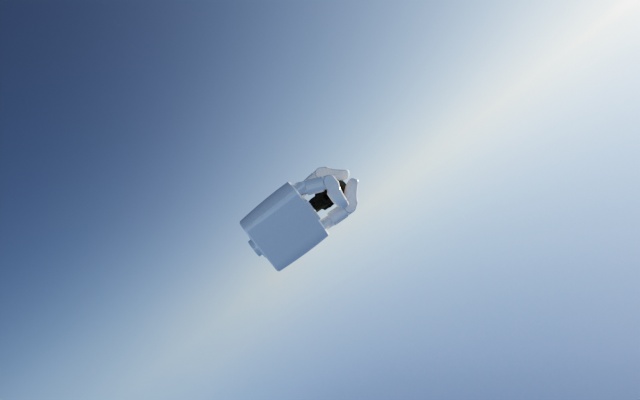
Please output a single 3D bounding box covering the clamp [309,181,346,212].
[{"bbox_3d":[0.001,0.003,0.872,0.120,0.039,0.171,-38,-4,-5],"label":"clamp"}]
